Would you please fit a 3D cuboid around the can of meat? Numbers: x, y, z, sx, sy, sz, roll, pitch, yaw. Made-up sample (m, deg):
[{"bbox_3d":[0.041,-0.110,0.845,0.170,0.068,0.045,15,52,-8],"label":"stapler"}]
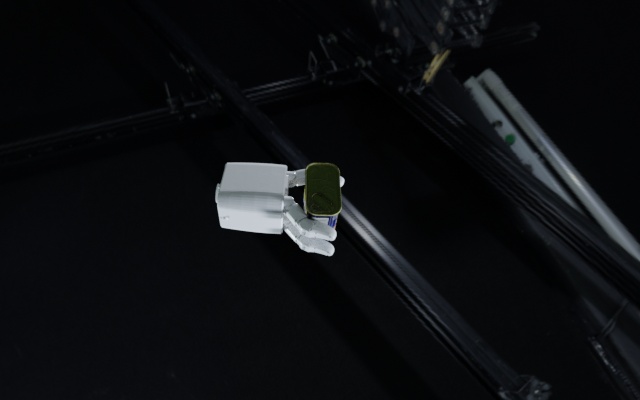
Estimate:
[{"bbox_3d":[0.000,0.003,0.796,0.057,0.102,0.084,1,-33,-6],"label":"can of meat"}]
